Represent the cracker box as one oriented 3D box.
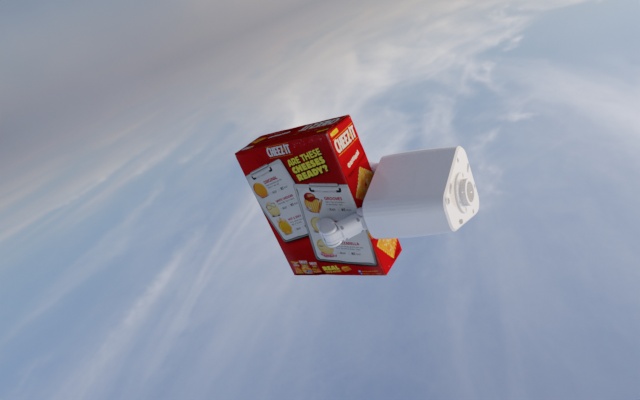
[{"bbox_3d":[0.000,0.002,0.666,0.164,0.214,0.072,-7,27,37],"label":"cracker box"}]
